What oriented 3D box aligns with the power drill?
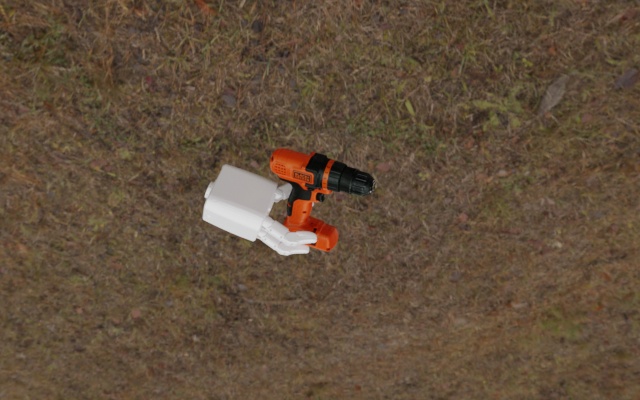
[{"bbox_3d":[0.000,0.003,0.847,0.184,0.188,0.057,18,42,15],"label":"power drill"}]
